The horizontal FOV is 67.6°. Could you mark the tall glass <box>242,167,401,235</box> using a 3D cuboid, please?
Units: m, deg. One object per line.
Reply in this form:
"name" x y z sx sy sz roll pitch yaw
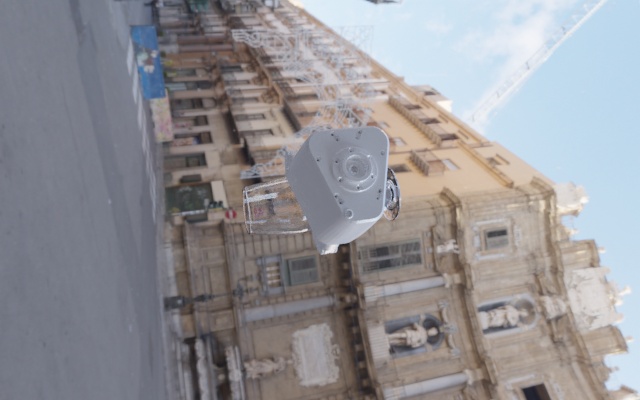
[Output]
"tall glass" 0.001 0.002 0.636 0.201 0.079 0.079 -7 2 -15
